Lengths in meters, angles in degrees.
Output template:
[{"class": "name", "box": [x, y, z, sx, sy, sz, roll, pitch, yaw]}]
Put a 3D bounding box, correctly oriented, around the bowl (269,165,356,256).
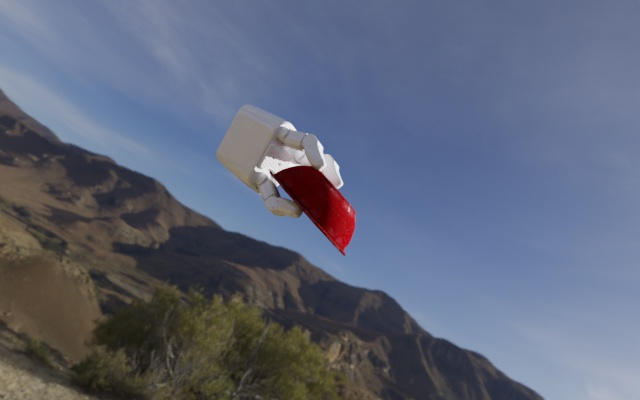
[{"class": "bowl", "box": [0.001, 0.003, 0.682, 0.055, 0.162, 0.162, -42, 1, -1]}]
